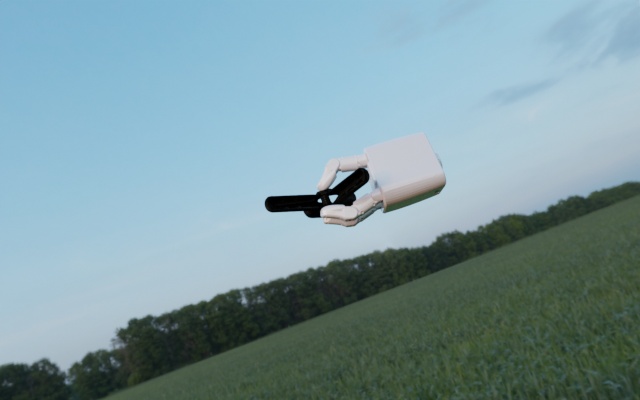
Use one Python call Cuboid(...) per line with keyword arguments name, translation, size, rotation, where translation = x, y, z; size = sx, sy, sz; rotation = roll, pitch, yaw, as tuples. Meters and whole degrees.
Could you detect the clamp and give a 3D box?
Cuboid(name="clamp", translation=(0.000, 0.002, 0.799), size=(0.164, 0.036, 0.210), rotation=(-15, -13, 1))
